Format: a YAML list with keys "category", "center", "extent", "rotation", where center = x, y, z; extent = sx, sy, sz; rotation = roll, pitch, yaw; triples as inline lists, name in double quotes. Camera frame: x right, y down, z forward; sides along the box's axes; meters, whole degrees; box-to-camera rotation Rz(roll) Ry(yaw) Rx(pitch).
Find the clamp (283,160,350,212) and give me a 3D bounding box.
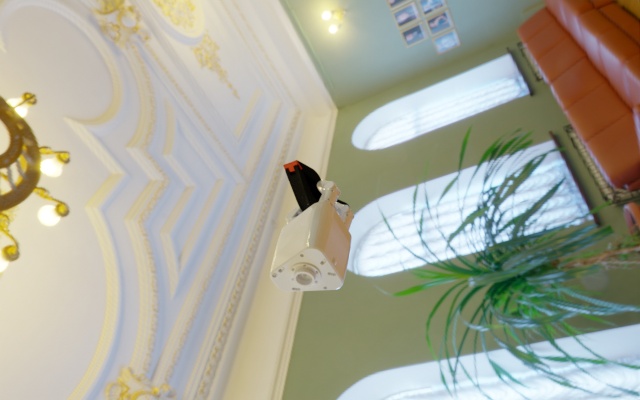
- category: "clamp"
  center: [-0.001, 0.003, 0.870]
  extent: [0.036, 0.210, 0.164]
  rotation: [-19, 31, 23]
